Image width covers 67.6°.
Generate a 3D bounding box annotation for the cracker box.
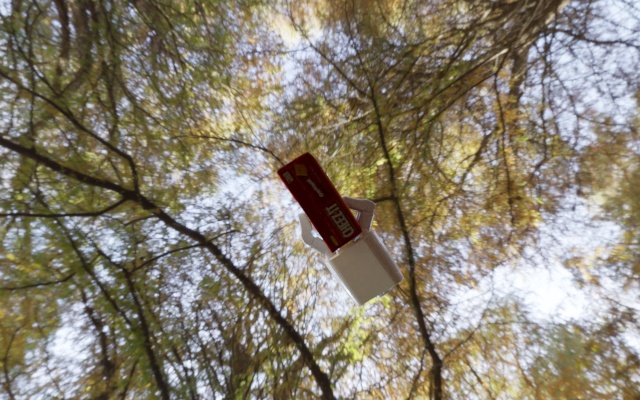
[{"bbox_3d":[0.000,0.003,0.881,0.072,0.164,0.213,-35,0,-1],"label":"cracker box"}]
